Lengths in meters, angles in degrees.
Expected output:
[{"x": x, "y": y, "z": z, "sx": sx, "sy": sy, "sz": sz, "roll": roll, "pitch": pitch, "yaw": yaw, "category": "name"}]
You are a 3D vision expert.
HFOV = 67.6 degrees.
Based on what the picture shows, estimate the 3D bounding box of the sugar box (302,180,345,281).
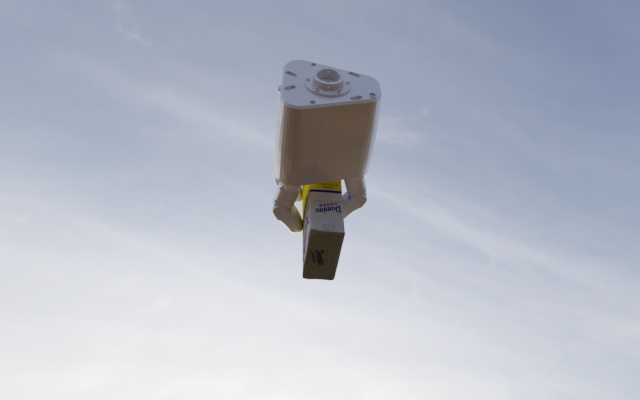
[{"x": 0.000, "y": 0.002, "z": 0.603, "sx": 0.048, "sy": 0.176, "sz": 0.093, "roll": 5, "pitch": -44, "yaw": -4, "category": "sugar box"}]
